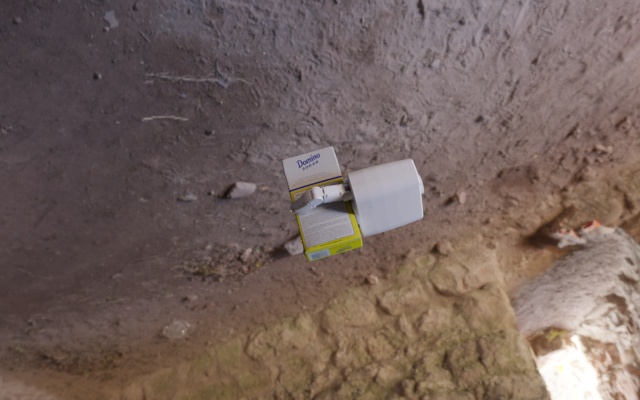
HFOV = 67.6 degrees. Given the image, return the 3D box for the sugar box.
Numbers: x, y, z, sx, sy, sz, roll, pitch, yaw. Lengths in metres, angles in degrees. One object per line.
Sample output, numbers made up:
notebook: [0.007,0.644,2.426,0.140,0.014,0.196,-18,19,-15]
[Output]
sugar box: [0.000,0.003,0.783,0.093,0.176,0.048,-15,-30,1]
